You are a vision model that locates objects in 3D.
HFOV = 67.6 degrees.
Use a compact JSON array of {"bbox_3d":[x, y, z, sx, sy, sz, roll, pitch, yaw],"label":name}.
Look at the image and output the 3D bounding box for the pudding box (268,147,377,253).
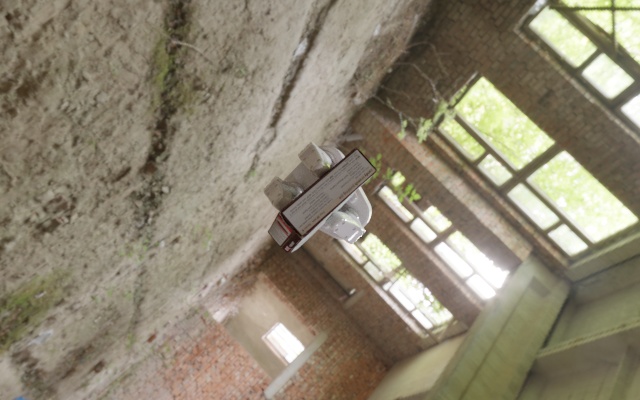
[{"bbox_3d":[0.000,0.002,0.513,0.113,0.039,0.090,-43,-3,-20],"label":"pudding box"}]
